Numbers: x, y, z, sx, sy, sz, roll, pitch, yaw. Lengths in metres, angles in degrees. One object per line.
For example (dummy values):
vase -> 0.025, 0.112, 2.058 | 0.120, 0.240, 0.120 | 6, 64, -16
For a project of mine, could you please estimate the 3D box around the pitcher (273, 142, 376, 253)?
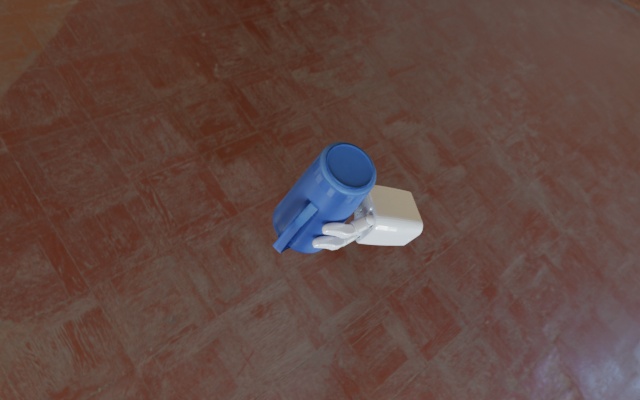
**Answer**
pitcher -> 0.000, 0.003, 0.900 | 0.145, 0.149, 0.243 | 6, -30, -21
